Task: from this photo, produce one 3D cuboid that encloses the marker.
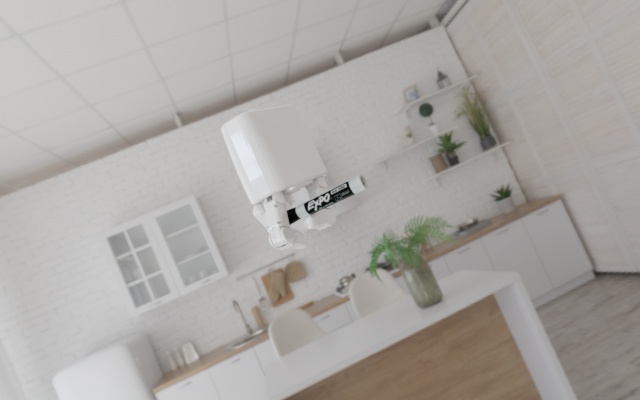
[{"bbox_3d":[0.000,0.002,0.573,0.121,0.020,0.020,-26,-11,24],"label":"marker"}]
